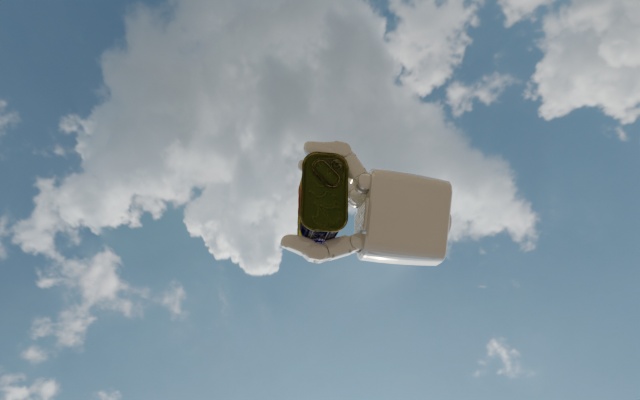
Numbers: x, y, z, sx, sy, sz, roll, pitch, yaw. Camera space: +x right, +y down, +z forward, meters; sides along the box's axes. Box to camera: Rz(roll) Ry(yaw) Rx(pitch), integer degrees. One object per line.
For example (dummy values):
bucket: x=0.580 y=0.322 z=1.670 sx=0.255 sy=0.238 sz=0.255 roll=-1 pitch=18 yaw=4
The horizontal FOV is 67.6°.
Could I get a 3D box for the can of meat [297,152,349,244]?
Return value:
can of meat: x=0.000 y=0.002 z=0.609 sx=0.057 sy=0.102 sz=0.084 roll=4 pitch=-20 yaw=-6
